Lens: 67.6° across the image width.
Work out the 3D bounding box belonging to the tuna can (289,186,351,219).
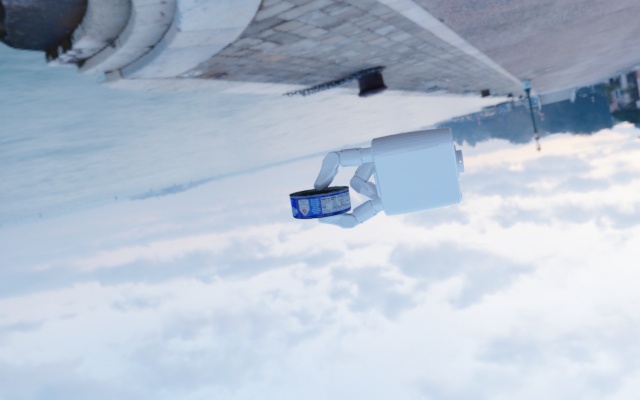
[{"bbox_3d":[0.000,0.003,0.673,0.086,0.034,0.086,-8,7,1],"label":"tuna can"}]
